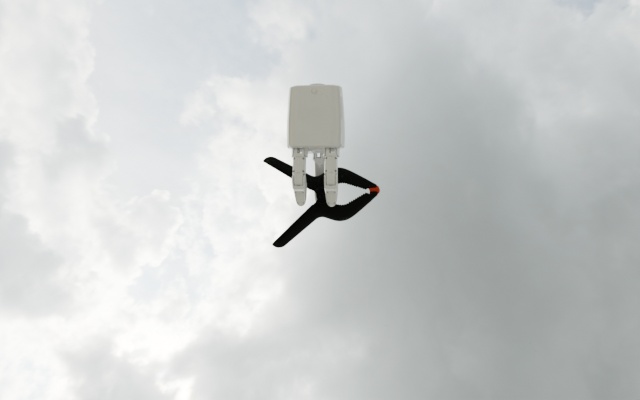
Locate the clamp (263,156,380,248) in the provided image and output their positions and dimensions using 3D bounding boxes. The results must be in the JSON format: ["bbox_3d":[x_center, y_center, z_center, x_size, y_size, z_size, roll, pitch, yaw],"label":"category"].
[{"bbox_3d":[0.001,0.003,0.851,0.210,0.164,0.036,0,0,7],"label":"clamp"}]
